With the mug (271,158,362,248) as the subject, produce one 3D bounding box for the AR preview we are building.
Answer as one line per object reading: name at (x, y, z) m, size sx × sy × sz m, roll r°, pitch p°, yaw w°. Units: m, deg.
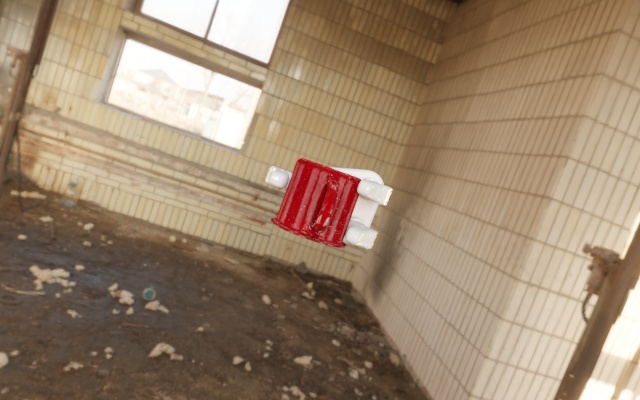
mug at (0.000, 0.002, 0.543) m, size 0.093 × 0.081 × 0.117 m, roll 19°, pitch 4°, yaw -6°
